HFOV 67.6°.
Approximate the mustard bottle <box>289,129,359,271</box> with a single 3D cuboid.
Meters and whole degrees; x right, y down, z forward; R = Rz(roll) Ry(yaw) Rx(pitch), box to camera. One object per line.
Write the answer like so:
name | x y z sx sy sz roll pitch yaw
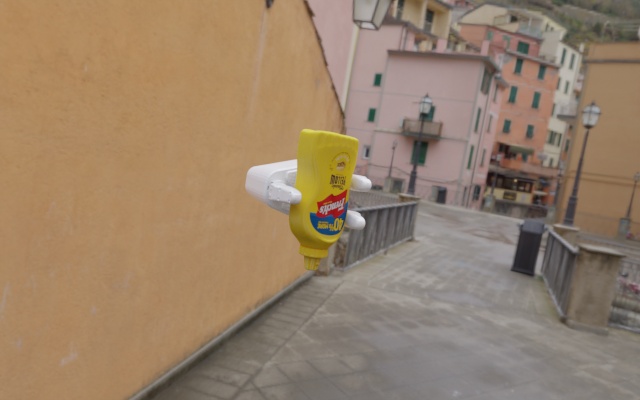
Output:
mustard bottle | 0.000 0.002 0.663 0.058 0.191 0.096 13 6 39
